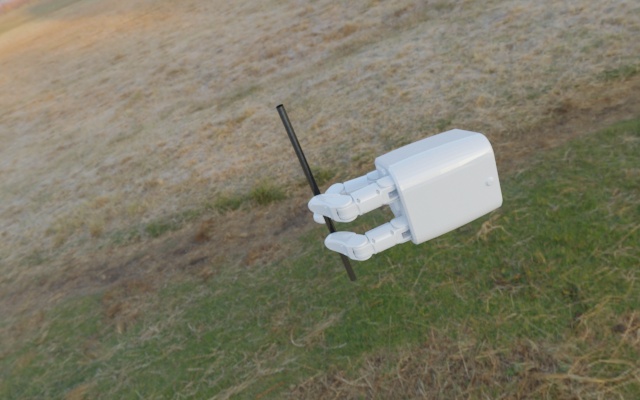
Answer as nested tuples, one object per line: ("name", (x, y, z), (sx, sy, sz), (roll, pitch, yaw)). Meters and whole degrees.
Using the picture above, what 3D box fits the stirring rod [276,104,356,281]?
("stirring rod", (0.000, 0.002, 0.537), (0.011, 0.240, 0.011), (-17, 30, 10))
